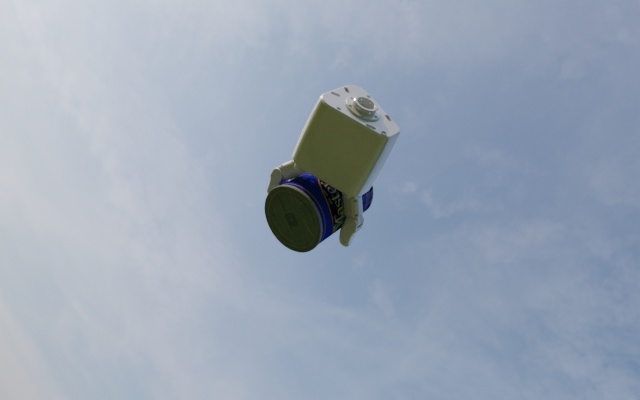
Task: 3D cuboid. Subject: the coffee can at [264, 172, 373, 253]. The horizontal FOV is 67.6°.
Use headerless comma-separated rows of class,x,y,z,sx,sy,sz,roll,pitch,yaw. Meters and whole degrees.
coffee can,0.000,0.003,0.722,0.103,0.103,0.140,0,21,40
